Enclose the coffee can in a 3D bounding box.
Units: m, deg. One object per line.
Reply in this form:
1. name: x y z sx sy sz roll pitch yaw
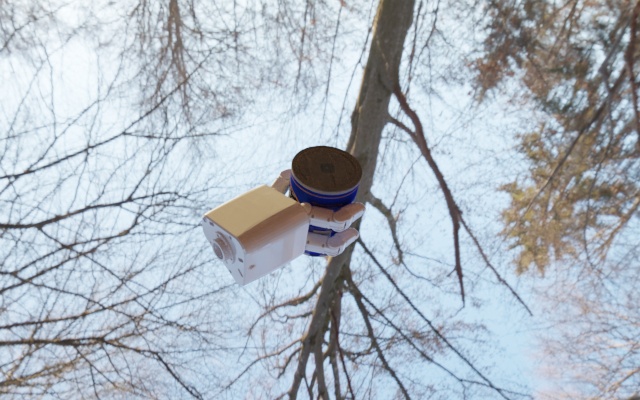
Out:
1. coffee can: 0.000 0.002 0.727 0.103 0.140 0.102 6 43 -5
